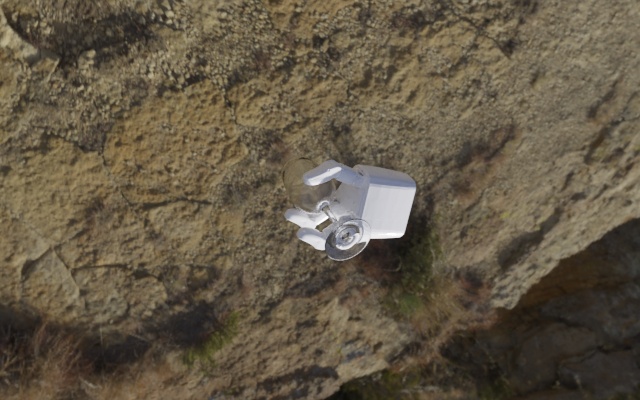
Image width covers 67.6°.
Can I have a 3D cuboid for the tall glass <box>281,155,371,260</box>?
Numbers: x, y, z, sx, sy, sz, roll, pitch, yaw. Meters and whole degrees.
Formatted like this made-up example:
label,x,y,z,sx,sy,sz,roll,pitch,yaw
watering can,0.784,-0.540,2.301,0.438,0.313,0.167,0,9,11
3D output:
label,x,y,z,sx,sy,sz,roll,pitch,yaw
tall glass,0.000,0.003,0.752,0.079,0.079,0.201,0,33,-29
